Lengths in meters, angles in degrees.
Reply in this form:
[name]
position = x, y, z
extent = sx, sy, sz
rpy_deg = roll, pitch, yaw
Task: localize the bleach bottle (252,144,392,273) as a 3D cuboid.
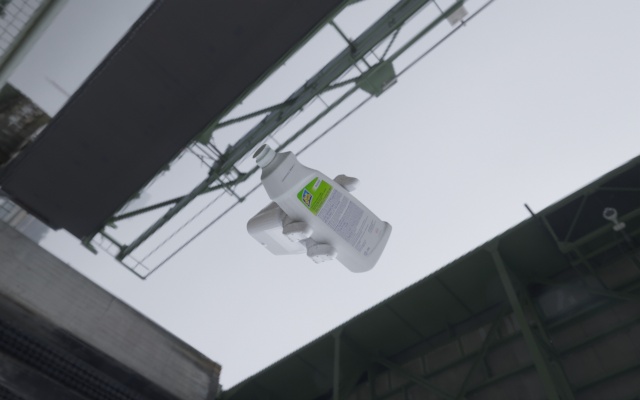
[bleach bottle]
position = 0.000, 0.003, 0.735
extent = 0.251, 0.102, 0.068
rpy_deg = 43, -33, -22
